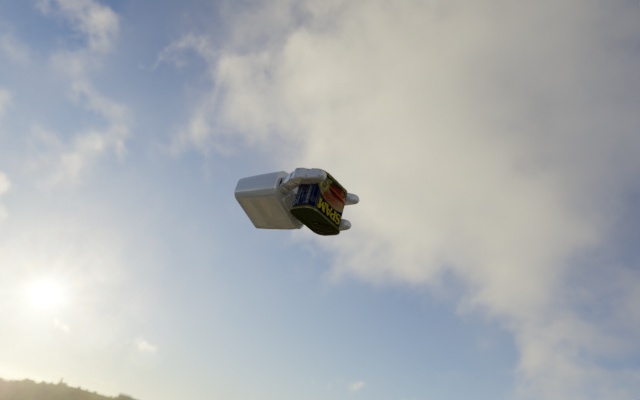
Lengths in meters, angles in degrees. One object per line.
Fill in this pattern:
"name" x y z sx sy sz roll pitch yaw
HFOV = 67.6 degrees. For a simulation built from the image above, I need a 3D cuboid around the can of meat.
"can of meat" 0.000 0.002 0.848 0.057 0.084 0.102 -7 -35 37
